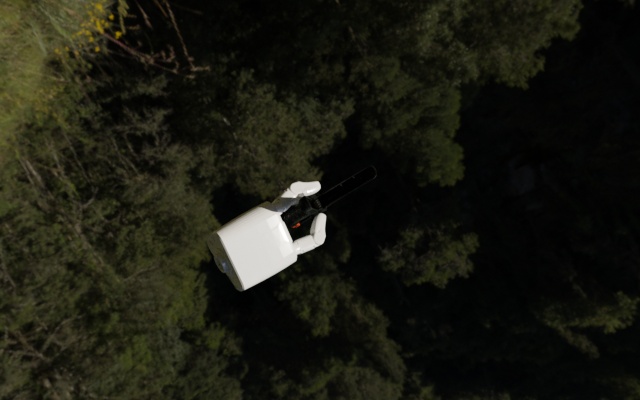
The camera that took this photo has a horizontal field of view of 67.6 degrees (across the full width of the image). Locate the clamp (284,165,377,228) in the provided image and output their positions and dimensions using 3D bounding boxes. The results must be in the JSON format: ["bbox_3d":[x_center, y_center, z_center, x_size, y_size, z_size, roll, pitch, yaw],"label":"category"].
[{"bbox_3d":[0.000,0.004,0.855,0.164,0.036,0.210,-26,-5,-28],"label":"clamp"}]
